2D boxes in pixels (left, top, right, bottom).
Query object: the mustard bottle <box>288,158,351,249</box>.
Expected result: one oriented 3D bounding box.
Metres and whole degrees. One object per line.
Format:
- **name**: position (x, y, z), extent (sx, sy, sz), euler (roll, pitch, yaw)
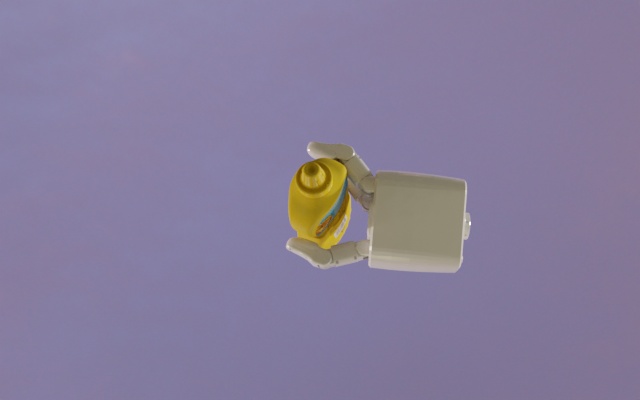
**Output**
- **mustard bottle**: position (0.000, 0.002, 0.586), extent (0.058, 0.096, 0.192), euler (28, -16, 15)
